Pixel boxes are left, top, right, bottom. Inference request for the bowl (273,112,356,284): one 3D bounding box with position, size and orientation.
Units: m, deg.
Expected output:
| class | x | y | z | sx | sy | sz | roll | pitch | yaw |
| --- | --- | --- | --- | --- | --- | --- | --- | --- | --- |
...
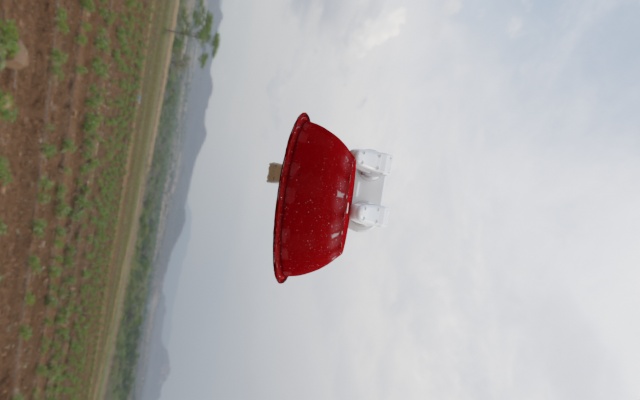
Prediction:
| class | x | y | z | sx | sy | sz | roll | pitch | yaw |
| --- | --- | --- | --- | --- | --- | --- | --- | --- | --- |
| bowl | 0.000 | 0.002 | 0.448 | 0.055 | 0.162 | 0.162 | 8 | 1 | 7 |
